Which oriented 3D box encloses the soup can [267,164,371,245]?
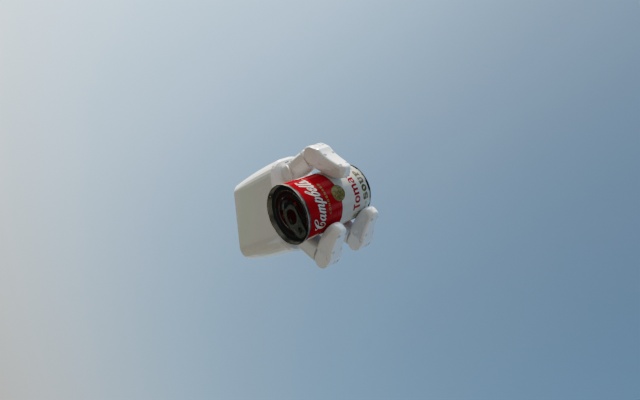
[{"bbox_3d":[0.001,0.001,0.540,0.102,0.068,0.068,-21,14,-41],"label":"soup can"}]
